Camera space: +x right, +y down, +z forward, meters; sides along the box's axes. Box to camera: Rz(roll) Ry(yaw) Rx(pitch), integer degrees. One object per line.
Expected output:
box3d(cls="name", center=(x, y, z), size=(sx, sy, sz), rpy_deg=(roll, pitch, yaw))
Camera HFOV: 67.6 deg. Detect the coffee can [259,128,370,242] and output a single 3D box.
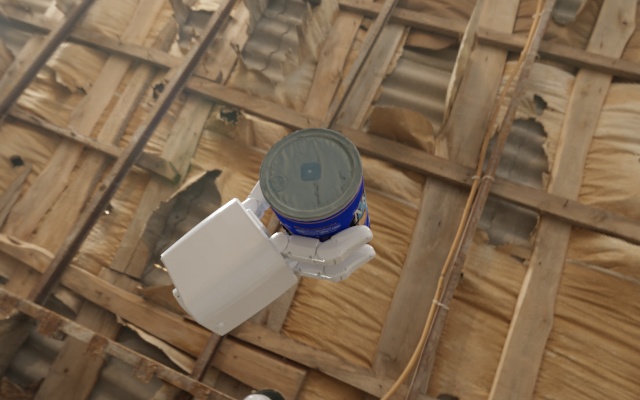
box3d(cls="coffee can", center=(0.000, 0.002, 0.527), size=(0.103, 0.102, 0.140), rpy_deg=(0, -26, 10))
